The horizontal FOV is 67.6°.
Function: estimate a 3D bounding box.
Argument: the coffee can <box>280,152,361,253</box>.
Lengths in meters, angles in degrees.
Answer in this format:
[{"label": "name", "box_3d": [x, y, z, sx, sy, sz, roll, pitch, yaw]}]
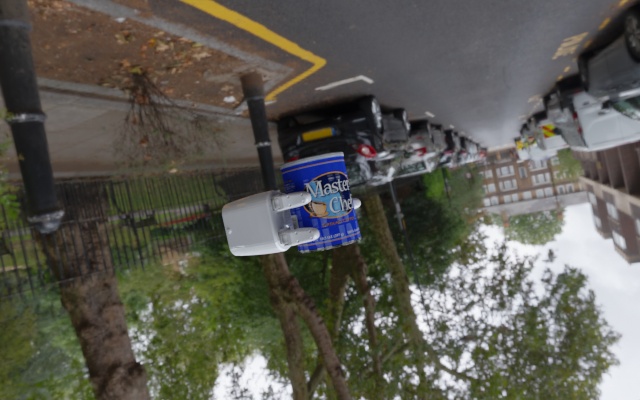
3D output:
[{"label": "coffee can", "box_3d": [0.000, 0.002, 0.754, 0.103, 0.140, 0.103, -12, 1, 0]}]
